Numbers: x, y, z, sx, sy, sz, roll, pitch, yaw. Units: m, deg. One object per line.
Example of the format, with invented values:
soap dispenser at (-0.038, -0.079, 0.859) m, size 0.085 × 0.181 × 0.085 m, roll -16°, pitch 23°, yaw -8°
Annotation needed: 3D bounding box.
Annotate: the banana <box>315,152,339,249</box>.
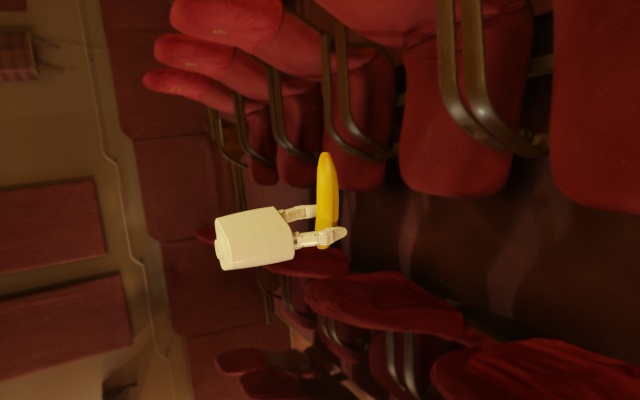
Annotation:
banana at (0.007, 0.016, 0.833) m, size 0.037 × 0.198 × 0.069 m, roll -9°, pitch 36°, yaw -21°
